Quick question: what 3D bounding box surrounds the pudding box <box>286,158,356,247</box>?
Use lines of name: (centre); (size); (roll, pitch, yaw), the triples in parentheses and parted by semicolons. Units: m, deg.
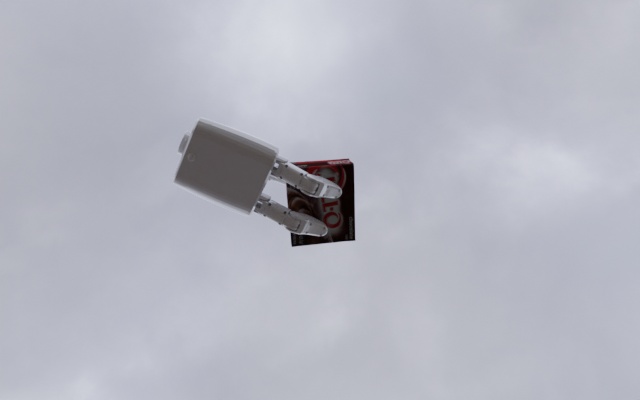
pudding box: (0.000, 0.002, 0.647); (0.090, 0.113, 0.039); (-5, 21, -6)
